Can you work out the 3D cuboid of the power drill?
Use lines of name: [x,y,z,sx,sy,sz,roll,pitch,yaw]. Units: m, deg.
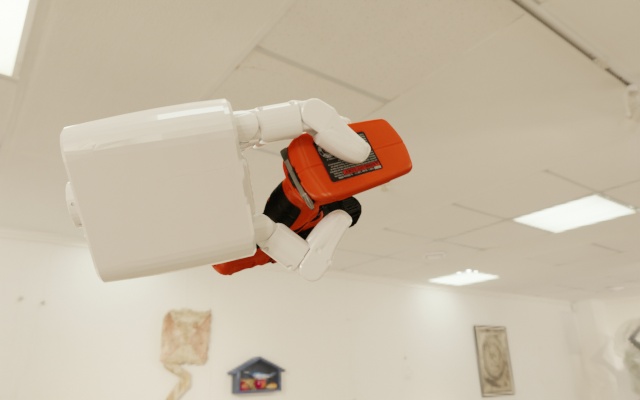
power drill: [0.000,0.001,0.442,0.184,0.057,0.188,-20,-16,-35]
